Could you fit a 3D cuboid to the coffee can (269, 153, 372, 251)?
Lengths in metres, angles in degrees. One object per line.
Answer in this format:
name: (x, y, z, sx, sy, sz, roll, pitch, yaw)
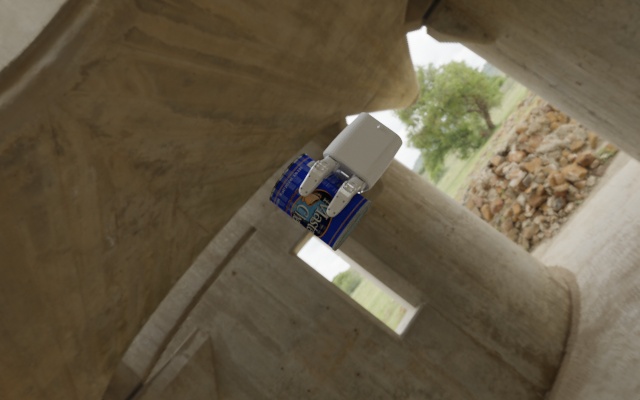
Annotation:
coffee can: (0.000, 0.003, 0.804, 0.140, 0.103, 0.103, 37, 6, 8)
